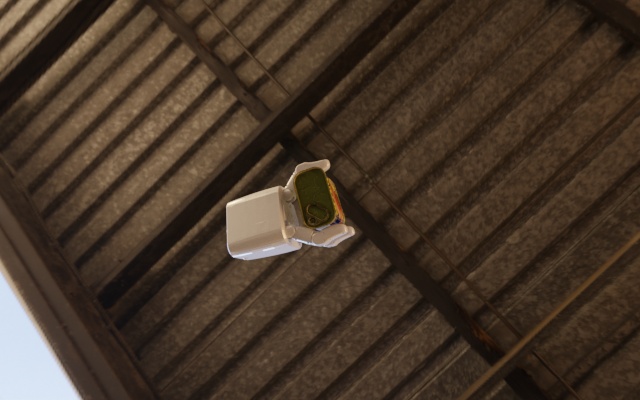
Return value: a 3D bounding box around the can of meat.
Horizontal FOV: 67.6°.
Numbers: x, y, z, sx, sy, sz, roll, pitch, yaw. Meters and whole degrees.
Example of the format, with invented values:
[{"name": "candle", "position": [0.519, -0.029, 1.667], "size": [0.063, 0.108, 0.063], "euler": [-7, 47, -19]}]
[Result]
[{"name": "can of meat", "position": [0.000, 0.003, 0.820], "size": [0.057, 0.102, 0.084], "euler": [-19, -15, 11]}]
